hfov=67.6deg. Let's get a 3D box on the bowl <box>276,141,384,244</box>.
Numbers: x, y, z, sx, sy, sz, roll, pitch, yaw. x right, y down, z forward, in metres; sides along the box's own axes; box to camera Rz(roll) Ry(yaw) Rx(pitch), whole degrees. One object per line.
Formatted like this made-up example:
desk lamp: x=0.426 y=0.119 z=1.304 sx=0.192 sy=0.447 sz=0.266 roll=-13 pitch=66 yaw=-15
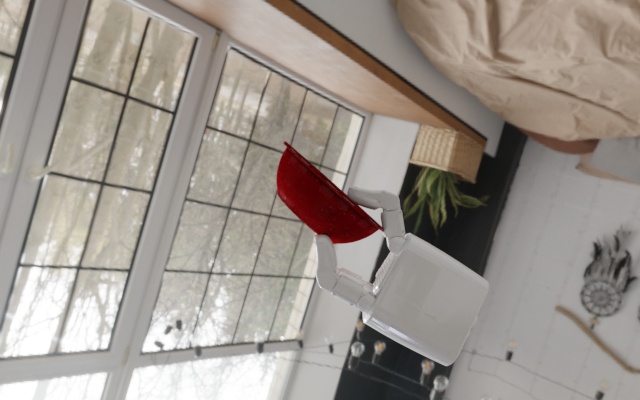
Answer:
bowl: x=-0.001 y=0.001 z=0.574 sx=0.162 sy=0.055 sz=0.162 roll=42 pitch=3 yaw=-3
